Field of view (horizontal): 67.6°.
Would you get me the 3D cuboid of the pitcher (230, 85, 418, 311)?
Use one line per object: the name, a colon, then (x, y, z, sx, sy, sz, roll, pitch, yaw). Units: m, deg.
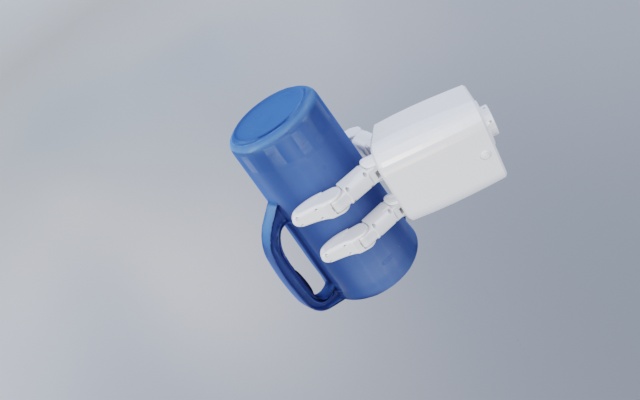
pitcher: (0.000, 0.002, 0.549, 0.145, 0.243, 0.149, -25, 33, 18)
